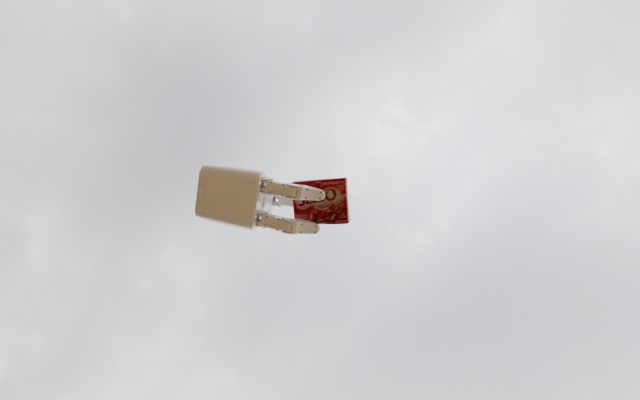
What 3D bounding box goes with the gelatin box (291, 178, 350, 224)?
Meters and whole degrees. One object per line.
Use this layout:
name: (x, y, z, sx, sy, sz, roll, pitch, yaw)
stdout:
gelatin box: (0.001, 0.002, 0.767, 0.089, 0.073, 0.030, -4, 4, 9)
